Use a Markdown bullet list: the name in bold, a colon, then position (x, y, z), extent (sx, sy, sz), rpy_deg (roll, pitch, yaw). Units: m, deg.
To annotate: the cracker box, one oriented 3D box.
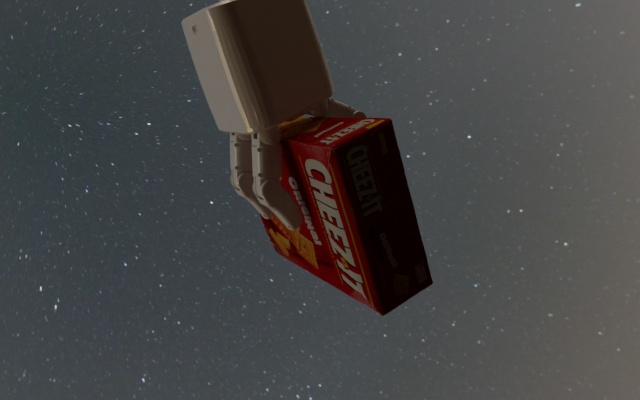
- **cracker box**: position (0.000, 0.001, 0.487), extent (0.072, 0.164, 0.213), rpy_deg (-29, 23, -24)
